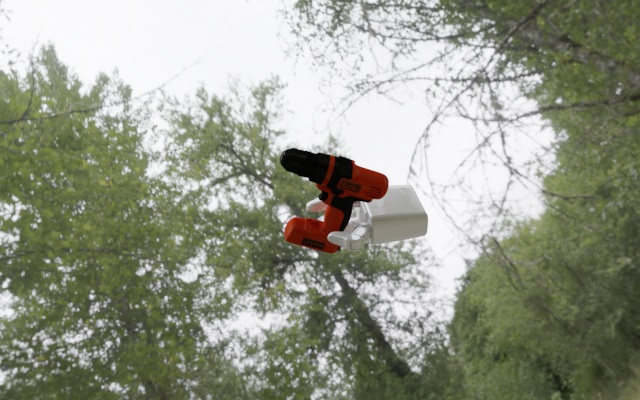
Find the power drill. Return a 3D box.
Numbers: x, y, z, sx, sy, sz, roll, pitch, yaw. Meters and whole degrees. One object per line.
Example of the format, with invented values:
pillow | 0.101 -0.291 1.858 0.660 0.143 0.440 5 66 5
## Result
power drill | 0.000 0.003 0.815 0.184 0.057 0.188 17 -48 -11
